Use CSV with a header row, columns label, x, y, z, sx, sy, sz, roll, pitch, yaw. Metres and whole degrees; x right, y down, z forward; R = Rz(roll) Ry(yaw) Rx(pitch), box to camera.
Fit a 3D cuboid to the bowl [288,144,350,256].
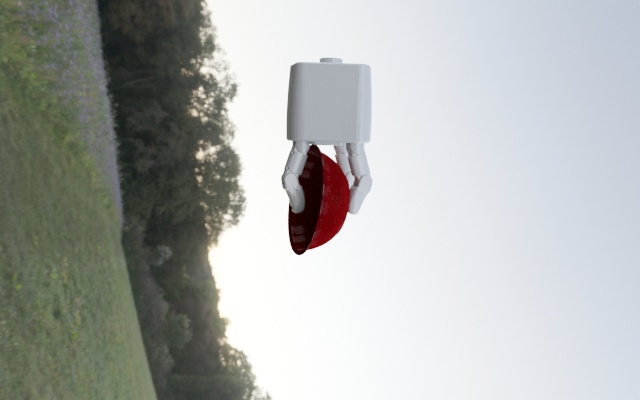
label,x,y,z,sx,sy,sz,roll,pitch,yaw
bowl,0.000,0.004,0.695,0.055,0.162,0.162,9,-3,-19
